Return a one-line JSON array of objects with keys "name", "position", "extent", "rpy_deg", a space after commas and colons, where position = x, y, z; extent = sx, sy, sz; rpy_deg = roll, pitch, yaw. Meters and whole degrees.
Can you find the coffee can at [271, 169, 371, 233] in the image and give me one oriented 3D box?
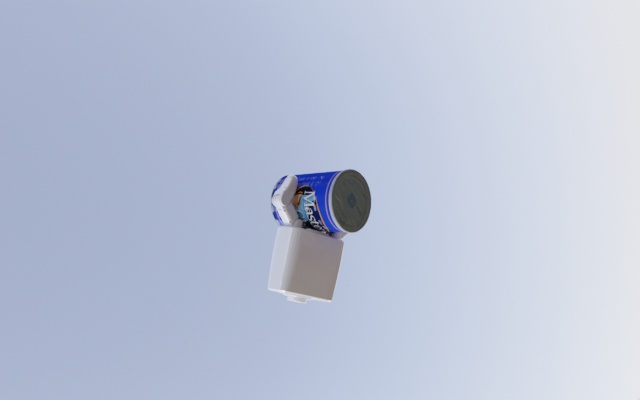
[{"name": "coffee can", "position": [0.000, 0.002, 0.811], "extent": [0.140, 0.103, 0.103], "rpy_deg": [-2, -1, 42]}]
